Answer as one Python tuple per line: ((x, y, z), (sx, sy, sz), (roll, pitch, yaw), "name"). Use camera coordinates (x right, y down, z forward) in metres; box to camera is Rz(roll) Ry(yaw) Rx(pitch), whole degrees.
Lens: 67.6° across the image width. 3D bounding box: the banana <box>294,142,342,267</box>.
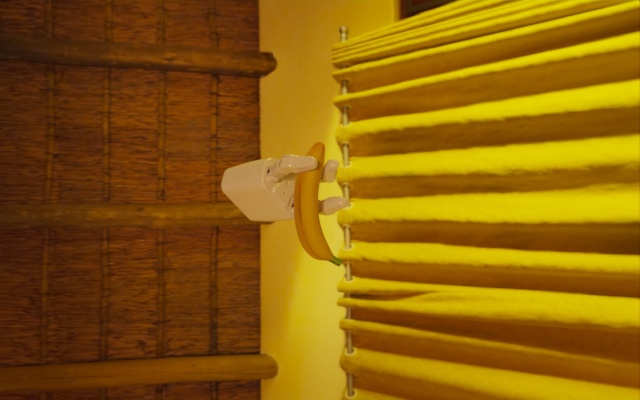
((-0.012, 0.006, 0.732), (0.037, 0.198, 0.069), (-11, -6, 41), "banana")
